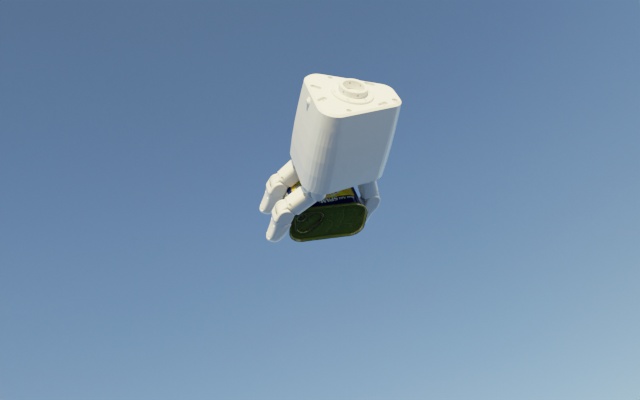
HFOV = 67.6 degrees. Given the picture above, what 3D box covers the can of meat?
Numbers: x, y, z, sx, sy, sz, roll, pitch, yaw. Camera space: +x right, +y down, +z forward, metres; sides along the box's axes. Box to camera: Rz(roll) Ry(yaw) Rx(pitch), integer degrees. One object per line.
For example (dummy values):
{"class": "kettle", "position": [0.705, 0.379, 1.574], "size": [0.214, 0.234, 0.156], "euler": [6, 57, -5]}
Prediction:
{"class": "can of meat", "position": [0.000, 0.002, 0.635], "size": [0.102, 0.057, 0.084], "euler": [-6, 44, -15]}
